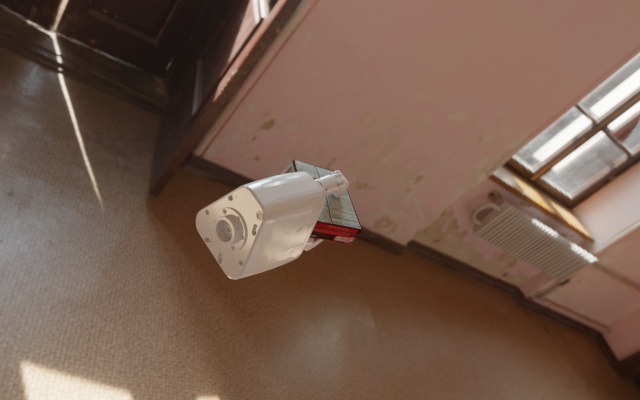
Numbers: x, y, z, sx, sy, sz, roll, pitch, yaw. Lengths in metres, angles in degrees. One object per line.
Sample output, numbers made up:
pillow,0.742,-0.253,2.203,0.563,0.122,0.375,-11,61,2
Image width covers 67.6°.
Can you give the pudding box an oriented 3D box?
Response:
pudding box,0.000,0.002,0.661,0.090,0.113,0.039,14,-46,-35
